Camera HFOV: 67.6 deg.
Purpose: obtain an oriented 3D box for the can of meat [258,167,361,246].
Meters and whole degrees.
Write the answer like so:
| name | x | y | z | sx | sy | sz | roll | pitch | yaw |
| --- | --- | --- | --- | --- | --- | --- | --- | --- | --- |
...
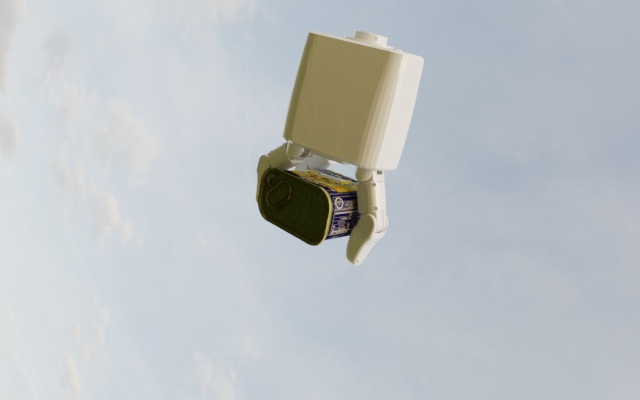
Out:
| name | x | y | z | sx | sy | sz | roll | pitch | yaw |
| --- | --- | --- | --- | --- | --- | --- | --- | --- | --- |
| can of meat | 0.000 | 0.002 | 0.493 | 0.084 | 0.057 | 0.102 | -6 | 23 | -45 |
